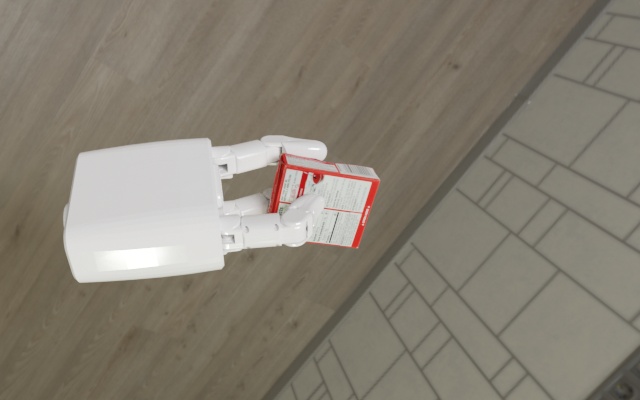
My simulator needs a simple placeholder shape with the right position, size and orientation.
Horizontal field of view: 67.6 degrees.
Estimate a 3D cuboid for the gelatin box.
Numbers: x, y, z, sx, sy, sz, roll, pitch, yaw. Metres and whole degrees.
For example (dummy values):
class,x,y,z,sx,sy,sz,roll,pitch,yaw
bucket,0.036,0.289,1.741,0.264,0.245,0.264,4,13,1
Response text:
class,x,y,z,sx,sy,sz,roll,pitch,yaw
gelatin box,0.000,0.002,0.430,0.089,0.073,0.030,8,26,-14
